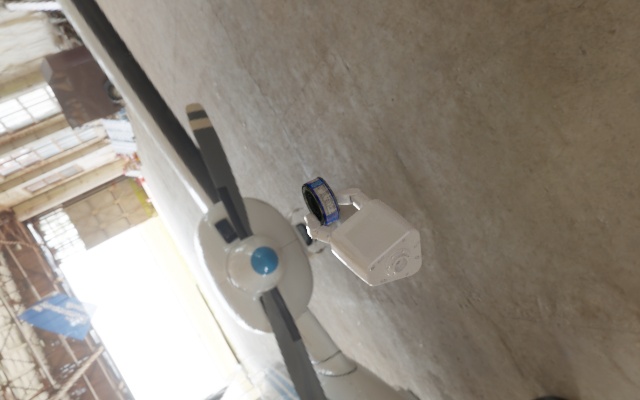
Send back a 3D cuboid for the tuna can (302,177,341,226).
[{"bbox_3d":[0.000,0.003,0.852,0.034,0.086,0.086,-26,7,-15],"label":"tuna can"}]
